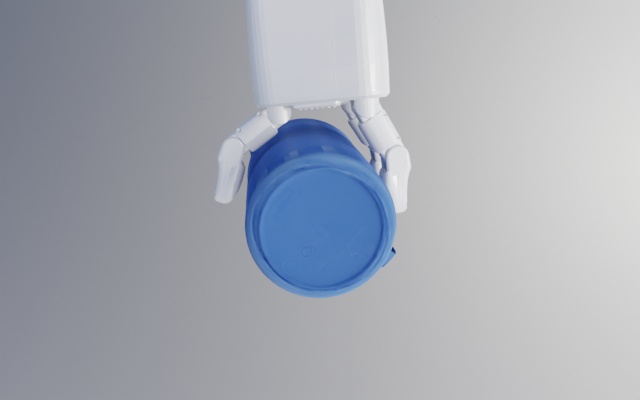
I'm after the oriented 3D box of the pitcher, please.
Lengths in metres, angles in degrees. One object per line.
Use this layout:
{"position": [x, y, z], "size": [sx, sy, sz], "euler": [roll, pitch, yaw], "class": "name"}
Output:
{"position": [0.000, 0.001, 0.446], "size": [0.149, 0.145, 0.242], "euler": [-4, 13, -4], "class": "pitcher"}
